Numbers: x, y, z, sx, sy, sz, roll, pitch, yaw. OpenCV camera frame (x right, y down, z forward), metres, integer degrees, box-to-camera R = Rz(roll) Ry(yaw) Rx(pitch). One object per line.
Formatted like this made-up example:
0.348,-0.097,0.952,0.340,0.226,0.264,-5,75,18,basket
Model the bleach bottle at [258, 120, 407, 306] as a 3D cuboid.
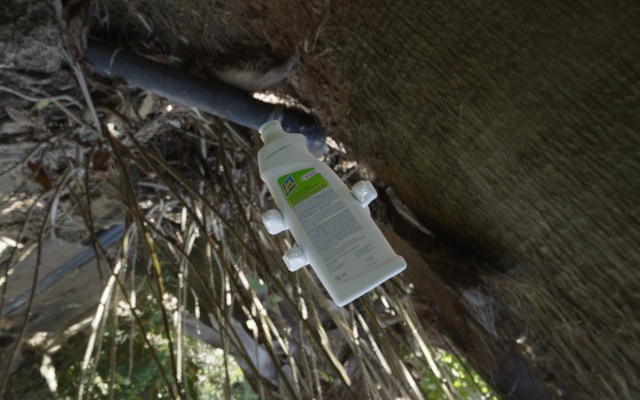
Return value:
0.000,0.002,0.608,0.102,0.250,0.068,-30,-13,-5,bleach bottle
